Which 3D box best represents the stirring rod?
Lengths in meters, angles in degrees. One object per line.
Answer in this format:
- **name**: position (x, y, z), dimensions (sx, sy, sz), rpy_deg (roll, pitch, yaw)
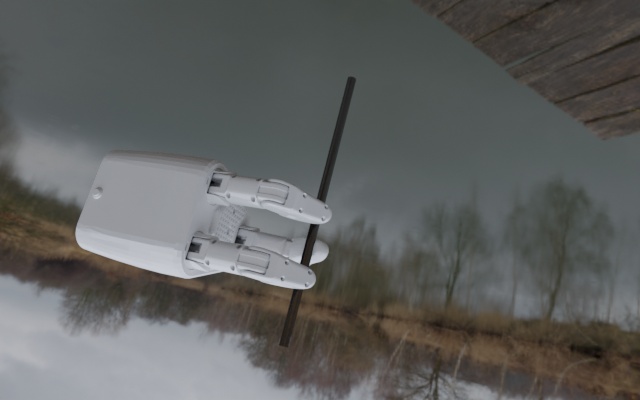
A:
- **stirring rod**: position (0.000, 0.001, 0.404), dimensions (0.011, 0.239, 0.011), rpy_deg (13, -16, 4)
